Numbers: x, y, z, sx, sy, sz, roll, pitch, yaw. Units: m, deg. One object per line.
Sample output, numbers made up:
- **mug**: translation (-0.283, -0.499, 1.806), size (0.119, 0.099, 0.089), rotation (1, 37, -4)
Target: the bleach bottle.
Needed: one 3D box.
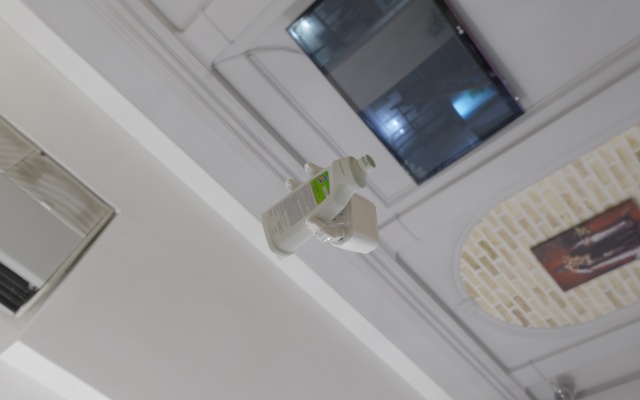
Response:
- **bleach bottle**: translation (0.000, 0.003, 0.894), size (0.251, 0.102, 0.068), rotation (-36, -32, 26)
